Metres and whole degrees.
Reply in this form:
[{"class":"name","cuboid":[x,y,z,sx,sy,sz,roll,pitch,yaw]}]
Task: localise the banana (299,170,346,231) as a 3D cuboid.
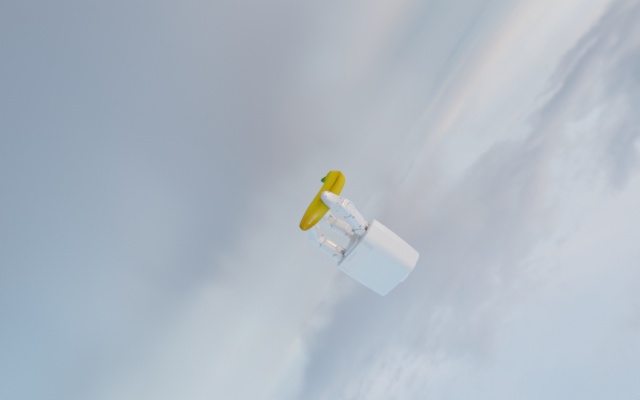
[{"class":"banana","cuboid":[0.011,-0.011,0.885,0.037,0.070,0.197,38,30,-6]}]
